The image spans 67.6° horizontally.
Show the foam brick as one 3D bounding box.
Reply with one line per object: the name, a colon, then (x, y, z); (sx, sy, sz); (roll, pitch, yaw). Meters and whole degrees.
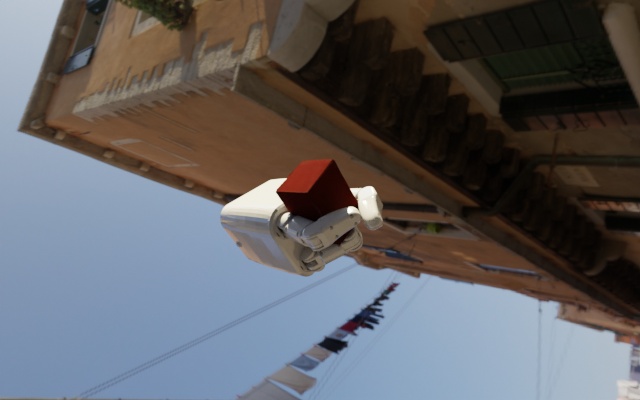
foam brick: (0.000, 0.001, 0.512); (0.051, 0.078, 0.053); (5, 46, 45)
